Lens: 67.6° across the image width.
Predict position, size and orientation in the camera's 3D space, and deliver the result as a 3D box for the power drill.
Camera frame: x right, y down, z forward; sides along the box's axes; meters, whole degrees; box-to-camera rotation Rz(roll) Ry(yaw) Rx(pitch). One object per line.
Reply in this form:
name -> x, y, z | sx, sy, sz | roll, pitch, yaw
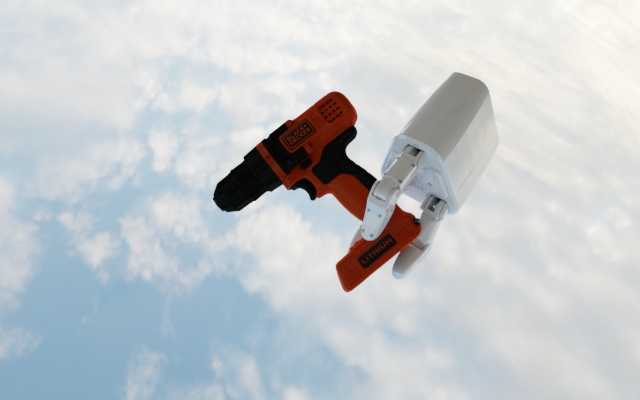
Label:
power drill -> 0.001, 0.002, 0.509 | 0.184, 0.187, 0.057 | -38, -8, 3
